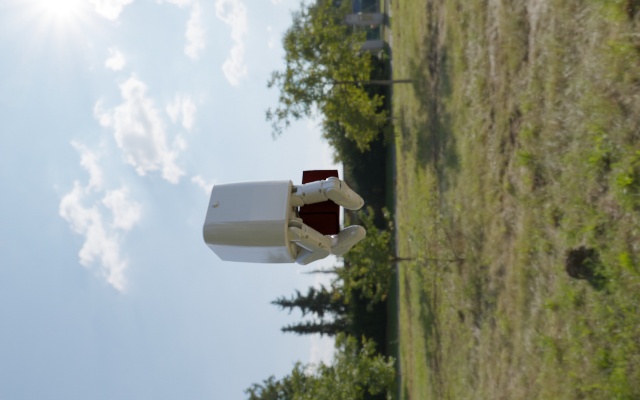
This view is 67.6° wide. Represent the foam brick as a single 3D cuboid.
[{"bbox_3d":[0.000,0.002,0.653,0.051,0.078,0.053,-1,-39,6],"label":"foam brick"}]
